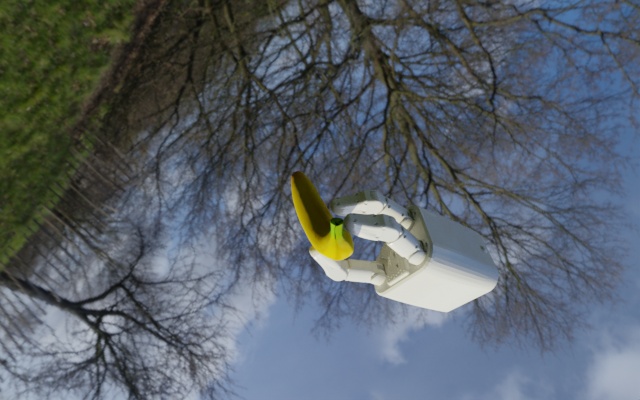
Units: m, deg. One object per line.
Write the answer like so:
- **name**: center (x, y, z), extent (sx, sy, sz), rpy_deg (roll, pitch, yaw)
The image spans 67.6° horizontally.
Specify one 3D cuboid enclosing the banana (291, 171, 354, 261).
- **banana**: center (0.002, 0.021, 0.546), extent (0.037, 0.070, 0.197), rpy_deg (-7, 19, -15)
